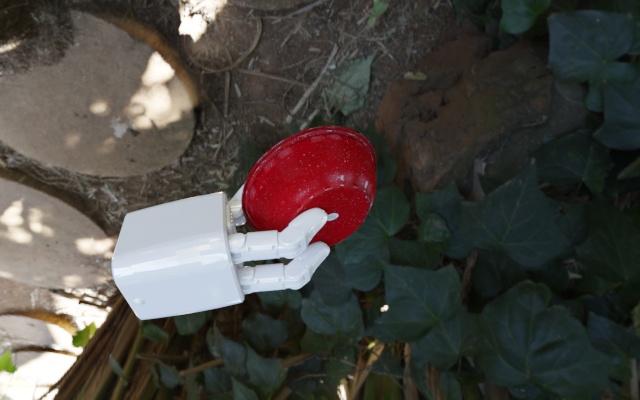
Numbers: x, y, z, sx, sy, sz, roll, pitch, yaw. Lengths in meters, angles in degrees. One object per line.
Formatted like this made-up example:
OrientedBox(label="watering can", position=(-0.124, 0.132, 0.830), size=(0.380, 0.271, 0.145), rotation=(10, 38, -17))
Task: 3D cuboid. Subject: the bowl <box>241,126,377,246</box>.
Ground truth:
OrientedBox(label="bowl", position=(0.001, 0.001, 0.513), size=(0.162, 0.162, 0.055), rotation=(0, 41, -32))
